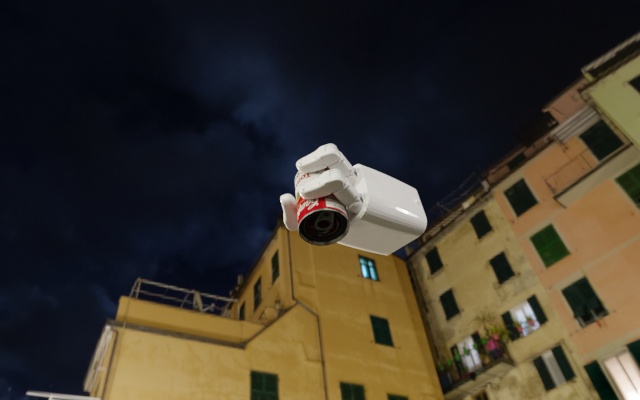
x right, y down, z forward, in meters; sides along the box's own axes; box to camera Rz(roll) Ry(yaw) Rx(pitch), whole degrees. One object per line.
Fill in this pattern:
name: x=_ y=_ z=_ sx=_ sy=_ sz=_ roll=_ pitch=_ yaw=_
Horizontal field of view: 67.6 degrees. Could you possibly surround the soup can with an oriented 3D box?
soup can: x=0.000 y=0.002 z=0.659 sx=0.068 sy=0.069 sz=0.102 roll=0 pitch=43 yaw=-7
